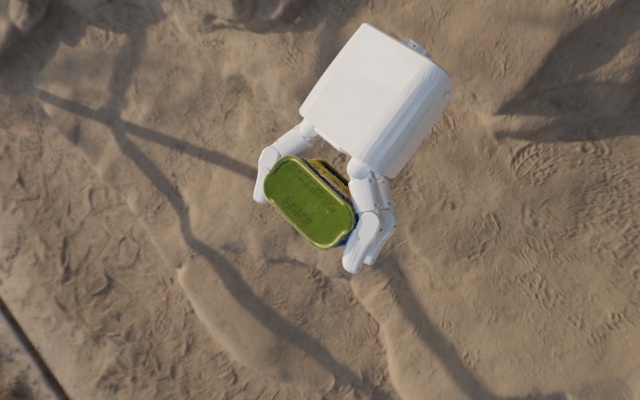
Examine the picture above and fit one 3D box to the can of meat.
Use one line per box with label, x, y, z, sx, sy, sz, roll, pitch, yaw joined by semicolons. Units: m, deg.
can of meat;0.000;0.002;0.474;0.102;0.057;0.084;43;12;14
